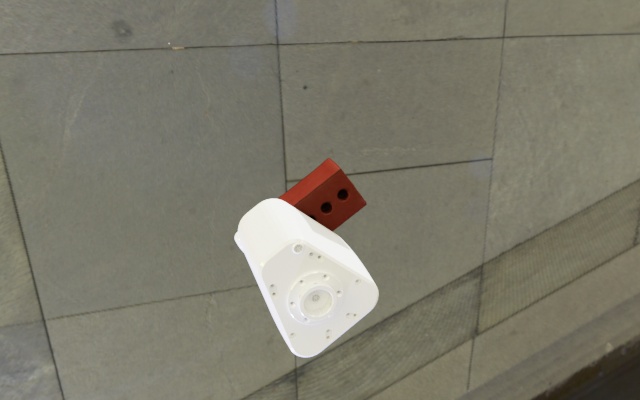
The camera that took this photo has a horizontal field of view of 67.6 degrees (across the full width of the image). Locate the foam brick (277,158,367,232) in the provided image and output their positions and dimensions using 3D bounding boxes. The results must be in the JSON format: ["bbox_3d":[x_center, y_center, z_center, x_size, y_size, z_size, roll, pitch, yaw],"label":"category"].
[{"bbox_3d":[0.000,0.001,0.515,0.078,0.053,0.051,-39,22,-2],"label":"foam brick"}]
